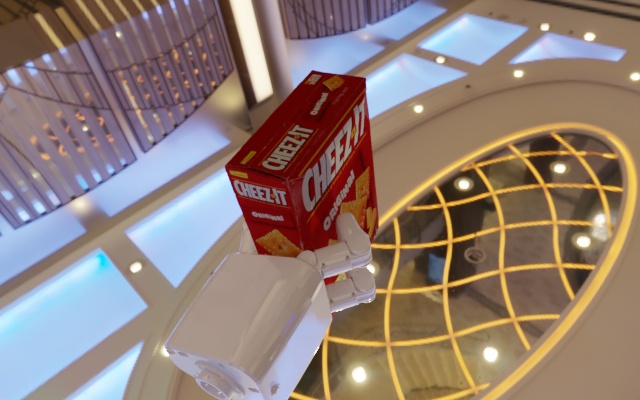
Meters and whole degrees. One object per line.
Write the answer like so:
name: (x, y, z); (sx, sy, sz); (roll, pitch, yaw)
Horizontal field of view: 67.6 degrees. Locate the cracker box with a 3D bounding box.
cracker box: (0.000, 0.002, 0.499); (0.072, 0.214, 0.164); (13, 48, 24)
